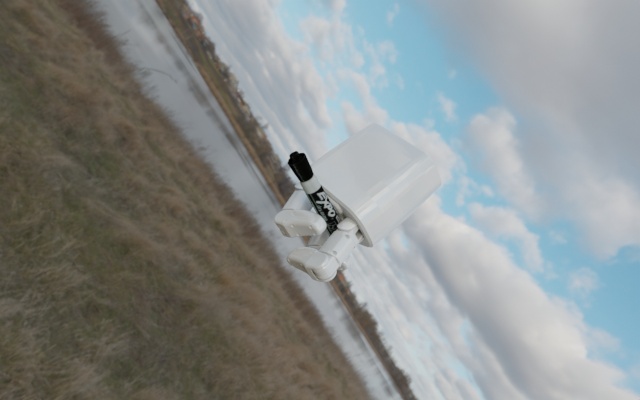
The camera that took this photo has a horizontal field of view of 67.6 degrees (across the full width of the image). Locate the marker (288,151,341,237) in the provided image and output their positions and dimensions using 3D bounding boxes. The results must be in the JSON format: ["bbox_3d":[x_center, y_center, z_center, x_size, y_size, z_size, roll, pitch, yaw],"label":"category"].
[{"bbox_3d":[0.000,0.002,0.471,0.020,0.121,0.020,-20,33,14],"label":"marker"}]
